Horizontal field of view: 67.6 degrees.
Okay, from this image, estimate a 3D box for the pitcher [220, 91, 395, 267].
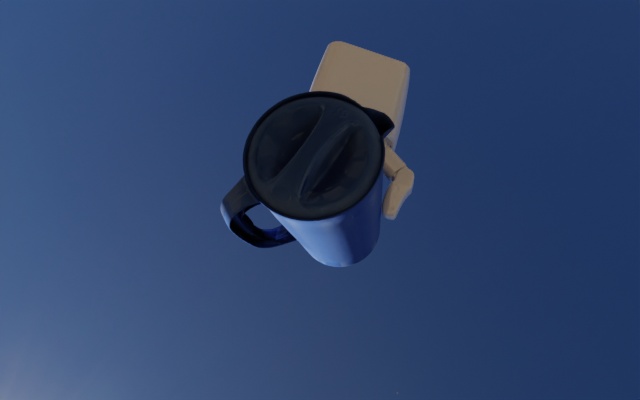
[{"bbox_3d":[0.000,0.002,0.542,0.149,0.145,0.243,12,-19,13],"label":"pitcher"}]
